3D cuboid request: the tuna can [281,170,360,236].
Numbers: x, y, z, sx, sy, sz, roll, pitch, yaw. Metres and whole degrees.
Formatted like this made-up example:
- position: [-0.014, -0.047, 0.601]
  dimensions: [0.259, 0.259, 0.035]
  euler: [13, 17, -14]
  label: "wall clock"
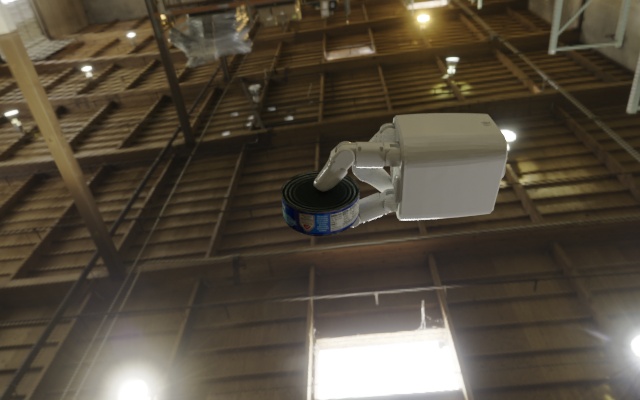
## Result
- position: [0.000, 0.002, 0.525]
  dimensions: [0.086, 0.034, 0.086]
  euler: [-1, 33, 1]
  label: "tuna can"
